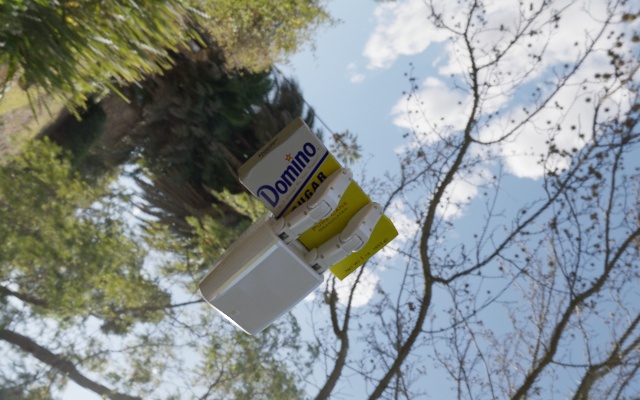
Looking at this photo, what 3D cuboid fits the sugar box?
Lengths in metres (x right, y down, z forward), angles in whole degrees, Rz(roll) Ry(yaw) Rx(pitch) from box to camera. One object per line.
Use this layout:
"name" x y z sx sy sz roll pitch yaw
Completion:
"sugar box" 0.000 0.002 0.541 0.093 0.176 0.048 -41 25 7
